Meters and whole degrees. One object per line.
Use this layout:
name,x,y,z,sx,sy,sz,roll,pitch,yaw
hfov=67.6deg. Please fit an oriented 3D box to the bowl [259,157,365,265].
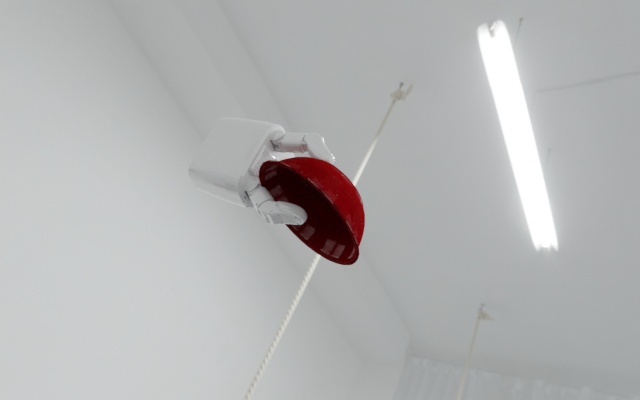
bowl,0.001,0.002,0.581,0.055,0.162,0.162,-43,20,-23
